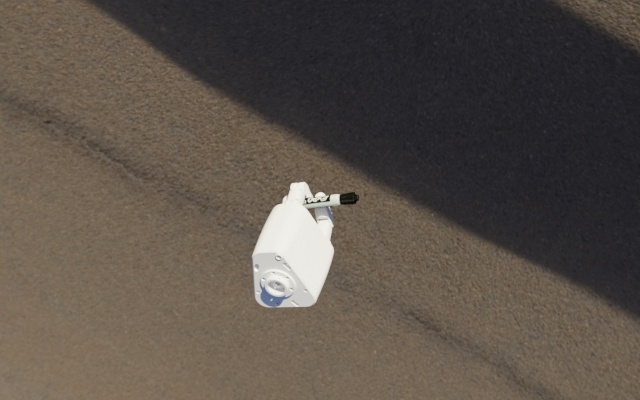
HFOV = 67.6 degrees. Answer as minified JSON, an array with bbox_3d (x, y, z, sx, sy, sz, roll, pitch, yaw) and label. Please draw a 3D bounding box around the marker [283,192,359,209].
[{"bbox_3d":[0.000,0.002,0.731,0.121,0.020,0.020,-6,-2,19],"label":"marker"}]
